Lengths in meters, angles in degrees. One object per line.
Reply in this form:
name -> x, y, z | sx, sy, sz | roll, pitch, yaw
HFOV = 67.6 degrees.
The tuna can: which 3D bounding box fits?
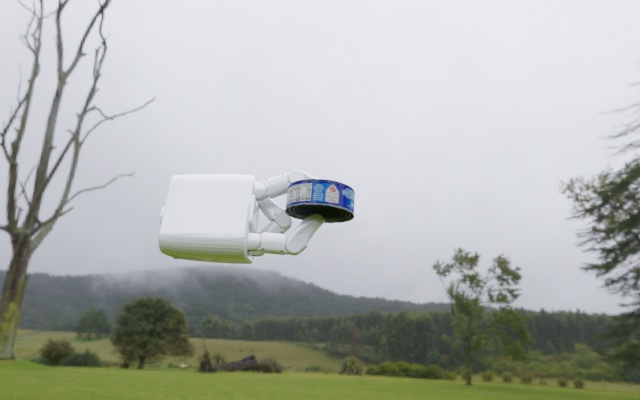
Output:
tuna can -> 0.000, 0.001, 0.593 | 0.086, 0.033, 0.086 | 4, -16, 1
